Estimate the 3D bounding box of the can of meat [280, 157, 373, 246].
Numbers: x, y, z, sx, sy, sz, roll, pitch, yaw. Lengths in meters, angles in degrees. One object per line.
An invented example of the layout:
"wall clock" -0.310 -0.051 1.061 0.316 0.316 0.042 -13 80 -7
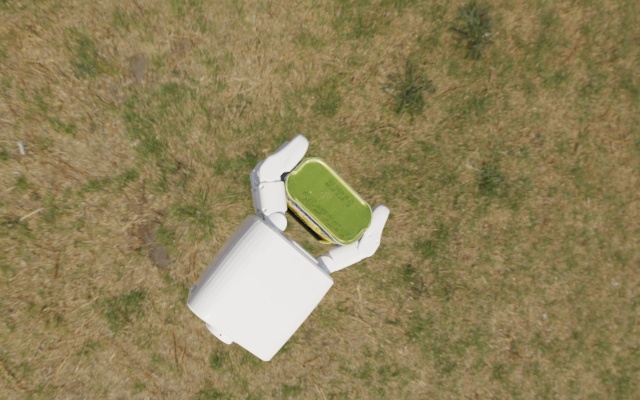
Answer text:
"can of meat" 0.000 0.002 0.509 0.102 0.057 0.084 44 -10 -9
